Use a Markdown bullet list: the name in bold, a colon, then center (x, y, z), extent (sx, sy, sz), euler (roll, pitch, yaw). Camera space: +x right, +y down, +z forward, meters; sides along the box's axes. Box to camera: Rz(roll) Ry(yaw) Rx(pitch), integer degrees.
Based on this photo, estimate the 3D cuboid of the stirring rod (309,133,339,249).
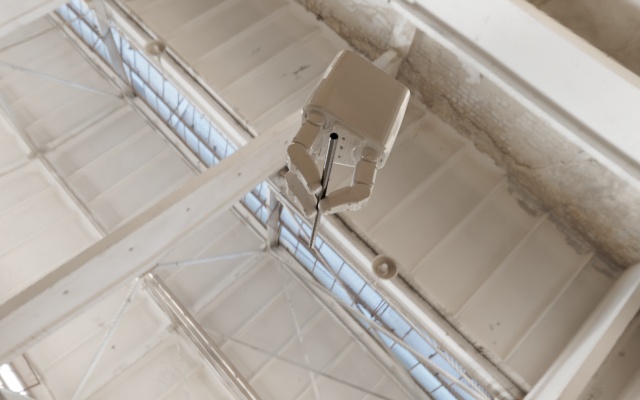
- **stirring rod**: center (0.000, 0.002, 0.529), extent (0.011, 0.011, 0.240), euler (0, -29, -7)
